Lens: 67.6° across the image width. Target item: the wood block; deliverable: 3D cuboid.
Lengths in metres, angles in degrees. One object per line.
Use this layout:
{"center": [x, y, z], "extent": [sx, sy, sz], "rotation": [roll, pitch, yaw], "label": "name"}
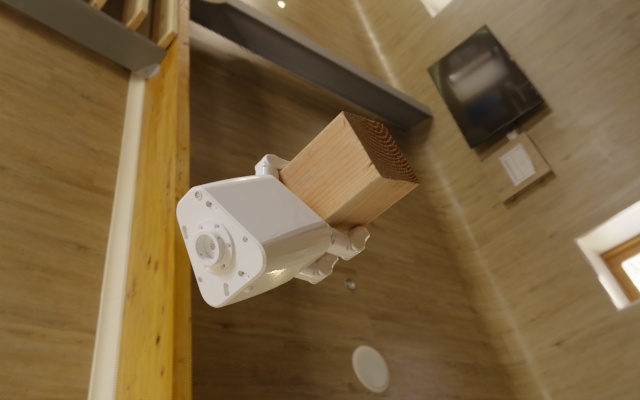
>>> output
{"center": [0.000, 0.002, 0.567], "extent": [0.206, 0.090, 0.090], "rotation": [-40, -26, 29], "label": "wood block"}
